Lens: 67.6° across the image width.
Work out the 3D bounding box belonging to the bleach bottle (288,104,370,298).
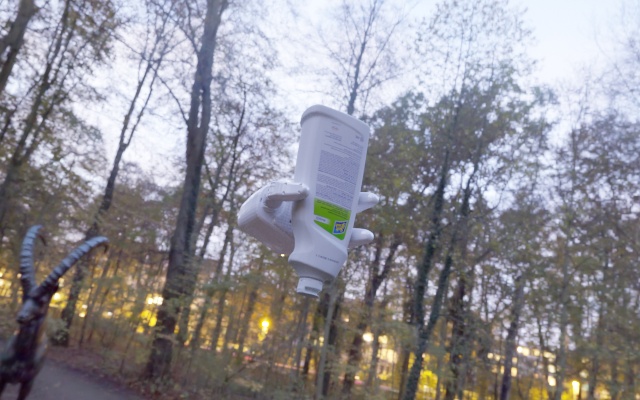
[{"bbox_3d":[0.000,0.002,0.645,0.102,0.250,0.068,19,-21,-19],"label":"bleach bottle"}]
